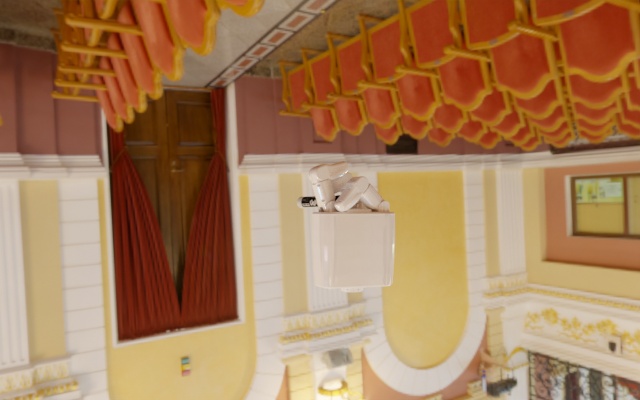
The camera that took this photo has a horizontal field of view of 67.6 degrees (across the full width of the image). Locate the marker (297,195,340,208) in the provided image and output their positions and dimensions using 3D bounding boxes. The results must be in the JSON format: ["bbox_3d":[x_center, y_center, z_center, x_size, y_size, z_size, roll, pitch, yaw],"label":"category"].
[{"bbox_3d":[0.000,0.002,0.721,0.020,0.020,0.121,0,-1,-31],"label":"marker"}]
